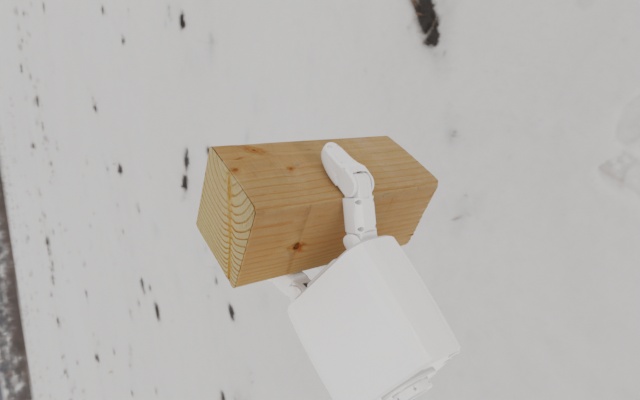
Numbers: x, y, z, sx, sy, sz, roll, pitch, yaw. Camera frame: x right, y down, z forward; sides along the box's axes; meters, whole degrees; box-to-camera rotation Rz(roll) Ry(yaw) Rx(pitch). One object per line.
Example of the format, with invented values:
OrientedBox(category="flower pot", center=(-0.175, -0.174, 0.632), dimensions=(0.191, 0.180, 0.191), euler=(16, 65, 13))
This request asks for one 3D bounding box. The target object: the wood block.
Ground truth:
OrientedBox(category="wood block", center=(0.000, 0.002, 0.460), dimensions=(0.206, 0.091, 0.090), euler=(-9, 43, -36))
